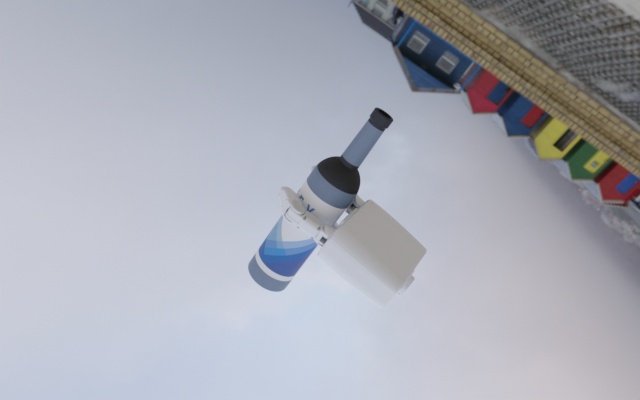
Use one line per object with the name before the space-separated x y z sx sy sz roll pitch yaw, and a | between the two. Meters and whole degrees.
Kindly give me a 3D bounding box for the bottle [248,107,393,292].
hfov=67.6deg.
bottle | 0.000 0.002 0.645 0.069 0.296 0.069 29 26 -15
